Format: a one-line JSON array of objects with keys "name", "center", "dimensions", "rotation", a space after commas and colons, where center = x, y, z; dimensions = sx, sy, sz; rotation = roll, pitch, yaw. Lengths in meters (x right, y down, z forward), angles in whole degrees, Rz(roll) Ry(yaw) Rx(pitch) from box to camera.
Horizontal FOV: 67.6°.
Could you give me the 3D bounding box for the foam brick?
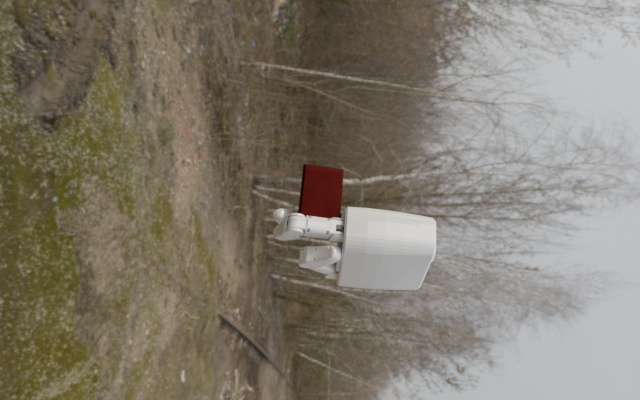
[{"name": "foam brick", "center": [0.000, 0.002, 0.604], "dimensions": [0.051, 0.078, 0.053], "rotation": [5, -22, 1]}]
